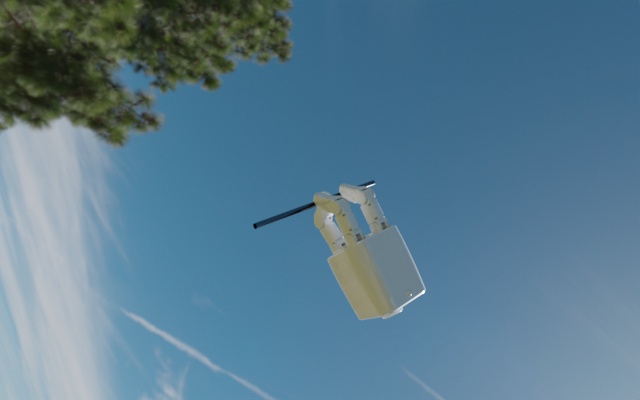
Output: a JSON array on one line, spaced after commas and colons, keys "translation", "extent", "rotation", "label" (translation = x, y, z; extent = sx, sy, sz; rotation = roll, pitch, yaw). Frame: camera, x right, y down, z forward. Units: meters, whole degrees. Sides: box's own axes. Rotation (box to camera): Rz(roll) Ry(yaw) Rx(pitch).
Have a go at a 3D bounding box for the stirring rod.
[{"translation": [0.000, 0.002, 0.706], "extent": [0.239, 0.011, 0.011], "rotation": [-20, 13, -40], "label": "stirring rod"}]
